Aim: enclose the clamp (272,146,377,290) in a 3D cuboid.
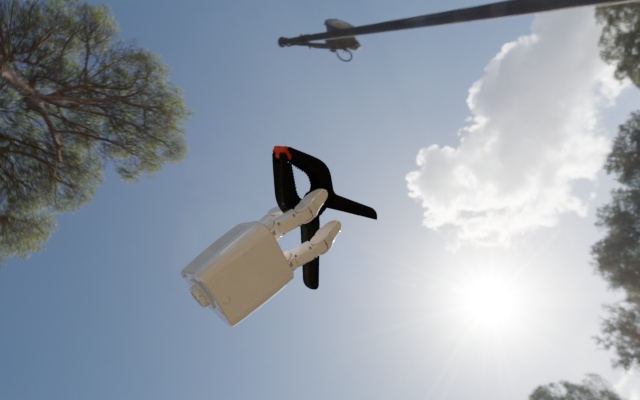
[{"bbox_3d":[-0.001,0.002,0.690,0.164,0.210,0.036,-40,29,-29],"label":"clamp"}]
